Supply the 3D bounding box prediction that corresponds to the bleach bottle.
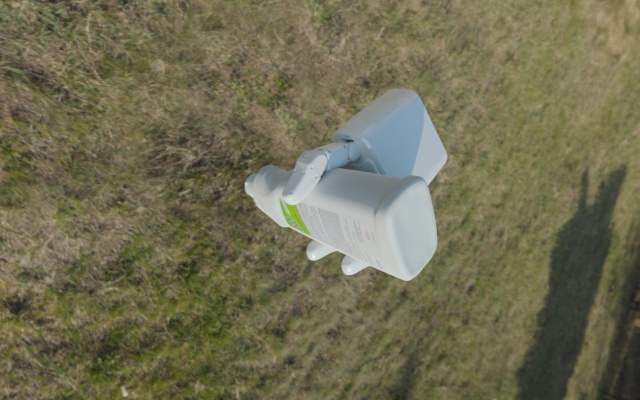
[{"bbox_3d":[0.000,0.002,0.520,0.251,0.103,0.068,18,50,42],"label":"bleach bottle"}]
